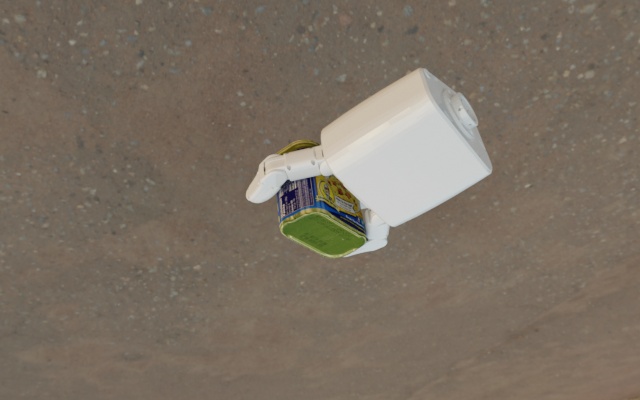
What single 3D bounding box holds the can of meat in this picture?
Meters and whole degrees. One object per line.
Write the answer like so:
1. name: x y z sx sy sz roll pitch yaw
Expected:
1. can of meat: 0.000 0.002 0.481 0.057 0.084 0.102 -29 -39 27
